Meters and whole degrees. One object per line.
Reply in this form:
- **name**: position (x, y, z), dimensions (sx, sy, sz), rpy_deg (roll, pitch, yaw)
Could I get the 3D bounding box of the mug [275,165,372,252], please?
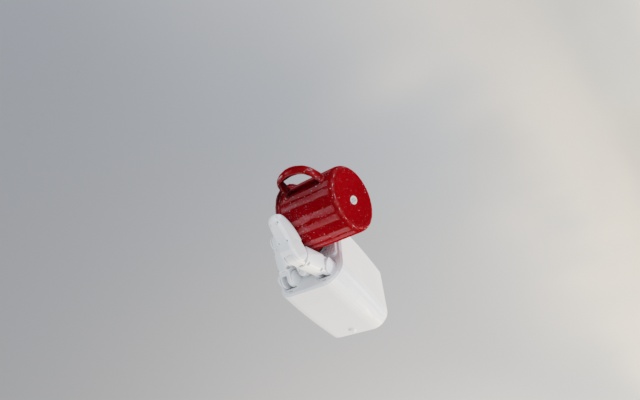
- **mug**: position (-0.001, 0.001, 0.560), dimensions (0.081, 0.093, 0.117), rpy_deg (-24, -58, 33)
